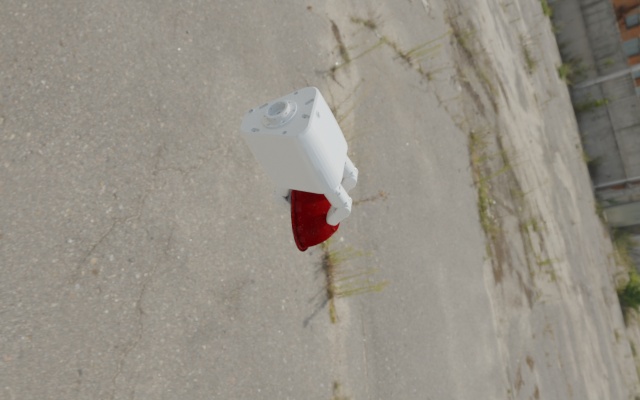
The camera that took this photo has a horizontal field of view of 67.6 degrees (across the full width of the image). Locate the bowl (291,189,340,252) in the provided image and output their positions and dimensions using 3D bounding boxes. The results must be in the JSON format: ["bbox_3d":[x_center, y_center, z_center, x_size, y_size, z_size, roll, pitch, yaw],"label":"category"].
[{"bbox_3d":[0.001,0.003,0.762,0.055,0.162,0.162,2,0,12],"label":"bowl"}]
